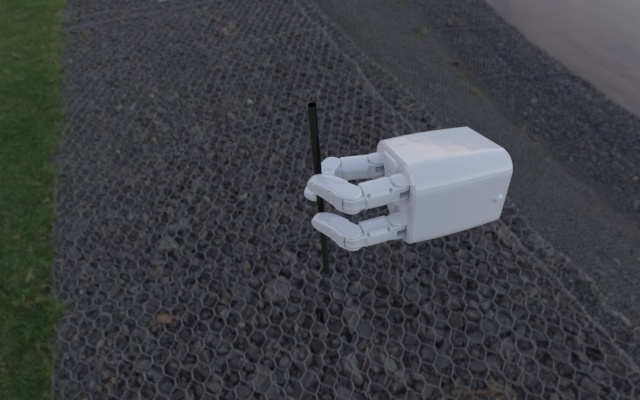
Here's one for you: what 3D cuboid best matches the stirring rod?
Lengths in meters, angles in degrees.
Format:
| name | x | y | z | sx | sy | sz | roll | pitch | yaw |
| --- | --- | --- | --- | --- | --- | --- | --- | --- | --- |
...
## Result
| name | x | y | z | sx | sy | sz | roll | pitch | yaw |
| --- | --- | --- | --- | --- | --- | --- | --- | --- | --- |
| stirring rod | 0.000 | 0.002 | 0.507 | 0.011 | 0.240 | 0.011 | -3 | 44 | 3 |
